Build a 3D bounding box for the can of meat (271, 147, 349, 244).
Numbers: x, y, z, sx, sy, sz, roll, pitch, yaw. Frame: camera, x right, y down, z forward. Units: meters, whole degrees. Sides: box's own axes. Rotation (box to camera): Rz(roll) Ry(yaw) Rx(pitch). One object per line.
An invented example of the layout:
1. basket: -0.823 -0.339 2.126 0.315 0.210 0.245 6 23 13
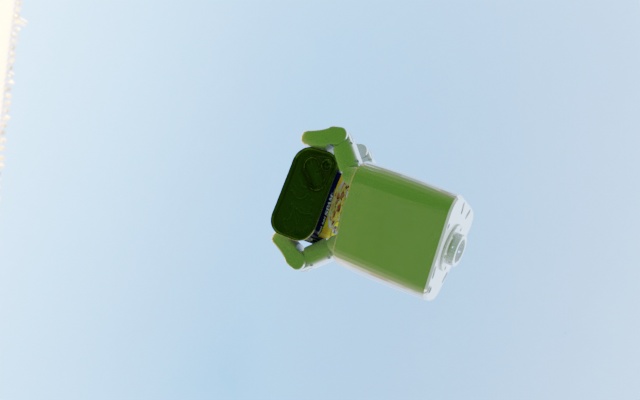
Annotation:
1. can of meat: 0.000 0.002 0.546 0.057 0.102 0.084 18 -5 31
